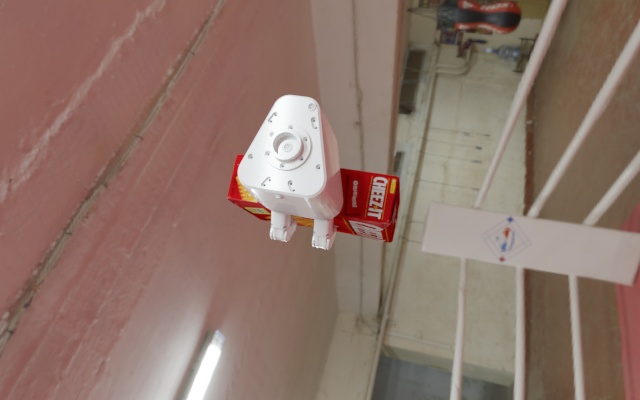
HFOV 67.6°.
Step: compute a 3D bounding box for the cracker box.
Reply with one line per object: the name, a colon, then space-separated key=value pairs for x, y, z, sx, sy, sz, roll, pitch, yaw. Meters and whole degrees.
cracker box: x=0.000 y=0.002 z=0.671 sx=0.213 sy=0.072 sz=0.164 roll=10 pitch=-10 yaw=12
